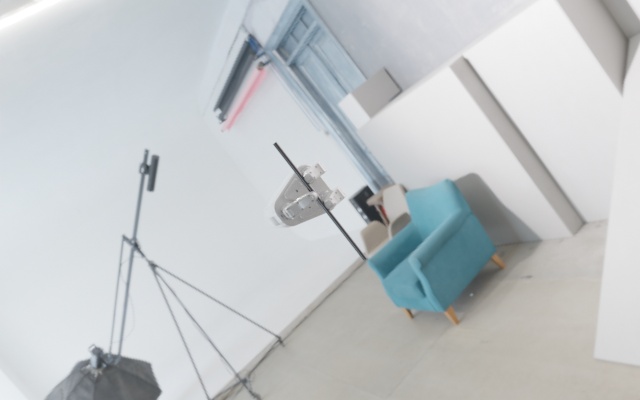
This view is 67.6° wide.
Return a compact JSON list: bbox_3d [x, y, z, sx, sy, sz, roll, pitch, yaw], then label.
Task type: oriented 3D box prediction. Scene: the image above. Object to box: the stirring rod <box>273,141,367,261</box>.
[{"bbox_3d":[0.000,0.003,0.776,0.011,0.239,0.011,-37,6,5],"label":"stirring rod"}]
